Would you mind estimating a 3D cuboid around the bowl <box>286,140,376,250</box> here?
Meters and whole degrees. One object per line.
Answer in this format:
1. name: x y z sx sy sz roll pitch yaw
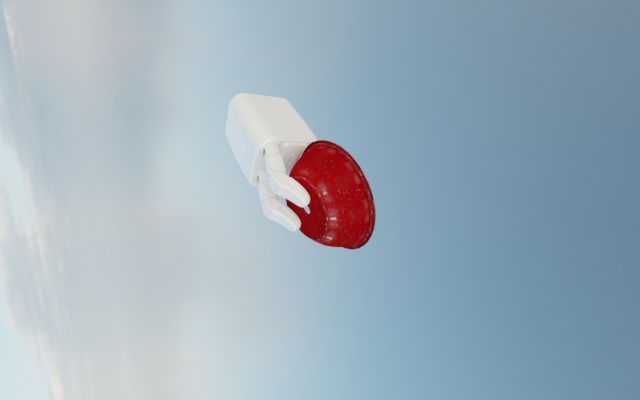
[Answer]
1. bowl: 0.001 0.003 0.652 0.055 0.162 0.162 -24 14 -33
